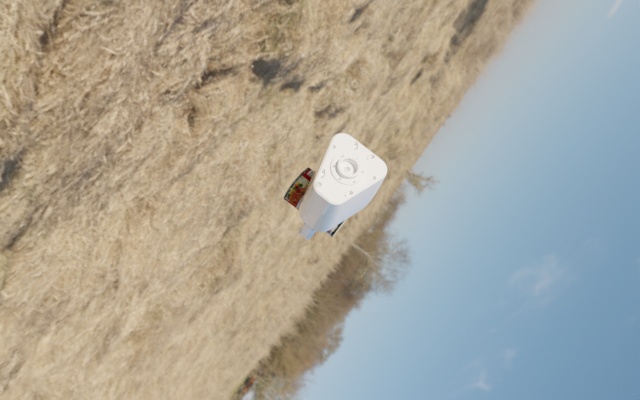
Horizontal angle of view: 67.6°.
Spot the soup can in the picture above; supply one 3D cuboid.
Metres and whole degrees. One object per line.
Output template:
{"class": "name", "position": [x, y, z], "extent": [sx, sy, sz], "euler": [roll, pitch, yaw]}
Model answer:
{"class": "soup can", "position": [0.000, 0.003, 0.783], "extent": [0.102, 0.068, 0.068], "euler": [38, 4, 5]}
